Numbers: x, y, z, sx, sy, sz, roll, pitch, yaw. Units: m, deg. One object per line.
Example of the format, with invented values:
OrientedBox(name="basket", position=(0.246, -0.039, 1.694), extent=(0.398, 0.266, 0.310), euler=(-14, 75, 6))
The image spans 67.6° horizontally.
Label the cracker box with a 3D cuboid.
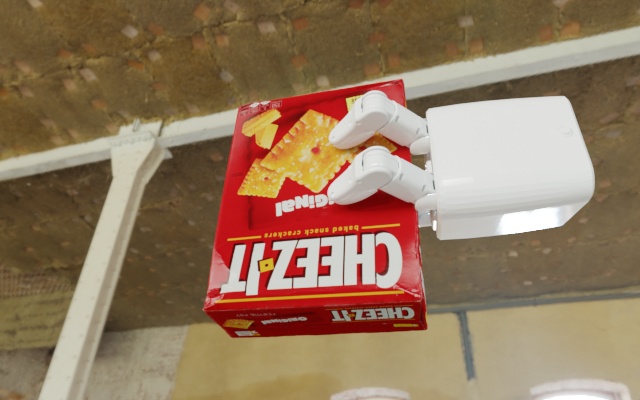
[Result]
OrientedBox(name="cracker box", position=(0.000, 0.001, 0.413), extent=(0.164, 0.213, 0.072), euler=(-6, -34, 12))
